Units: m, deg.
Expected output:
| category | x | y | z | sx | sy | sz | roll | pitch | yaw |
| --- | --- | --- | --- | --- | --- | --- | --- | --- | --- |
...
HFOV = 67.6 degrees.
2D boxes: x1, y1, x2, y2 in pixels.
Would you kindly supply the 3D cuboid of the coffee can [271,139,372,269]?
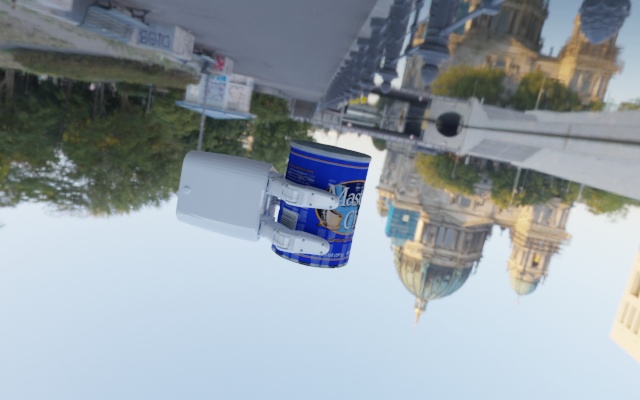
| category | x | y | z | sx | sy | sz | roll | pitch | yaw |
| --- | --- | --- | --- | --- | --- | --- | --- | --- | --- |
| coffee can | 0.000 | 0.002 | 0.605 | 0.103 | 0.140 | 0.103 | 11 | 11 | -2 |
